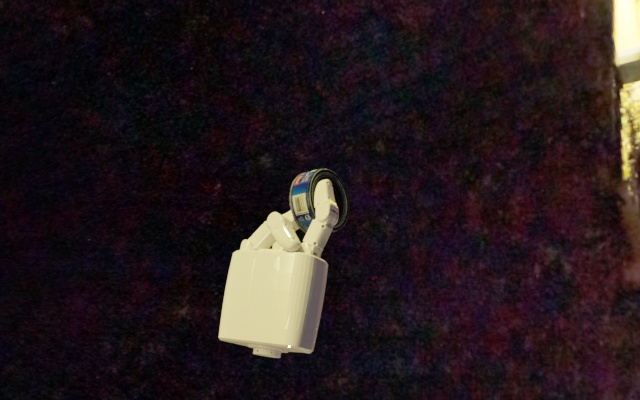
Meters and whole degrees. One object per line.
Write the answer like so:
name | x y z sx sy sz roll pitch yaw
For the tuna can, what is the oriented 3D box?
tuna can | 0.001 0.002 0.624 0.034 0.086 0.086 -13 -8 38
